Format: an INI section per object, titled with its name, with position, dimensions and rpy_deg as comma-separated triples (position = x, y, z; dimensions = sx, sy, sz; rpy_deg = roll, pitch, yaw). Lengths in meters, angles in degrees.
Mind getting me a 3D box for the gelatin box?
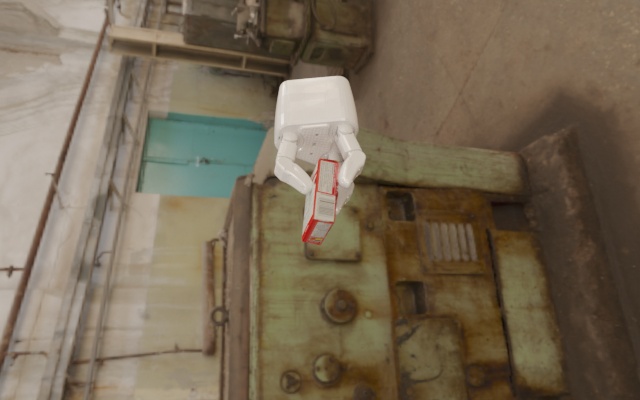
[gelatin box]
position = 0.000, 0.002, 0.612
dimensions = 0.030, 0.089, 0.073
rpy_deg = 11, -29, -9
